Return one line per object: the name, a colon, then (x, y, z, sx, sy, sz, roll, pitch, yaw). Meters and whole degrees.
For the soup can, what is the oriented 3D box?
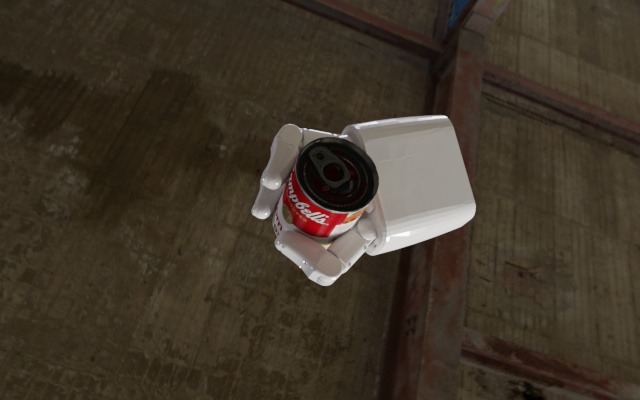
soup can: (0.000, 0.002, 0.411, 0.068, 0.068, 0.102, 0, -27, -18)
